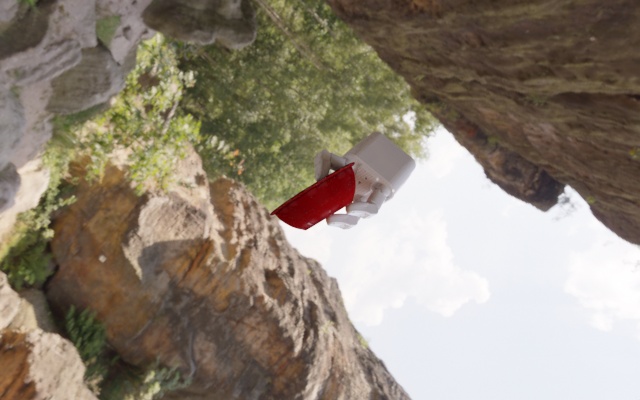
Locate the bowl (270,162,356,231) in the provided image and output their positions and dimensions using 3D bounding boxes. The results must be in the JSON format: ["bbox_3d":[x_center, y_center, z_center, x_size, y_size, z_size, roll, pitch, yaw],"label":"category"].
[{"bbox_3d":[-0.001,0.004,0.775,0.162,0.055,0.162,-31,-2,-1],"label":"bowl"}]
